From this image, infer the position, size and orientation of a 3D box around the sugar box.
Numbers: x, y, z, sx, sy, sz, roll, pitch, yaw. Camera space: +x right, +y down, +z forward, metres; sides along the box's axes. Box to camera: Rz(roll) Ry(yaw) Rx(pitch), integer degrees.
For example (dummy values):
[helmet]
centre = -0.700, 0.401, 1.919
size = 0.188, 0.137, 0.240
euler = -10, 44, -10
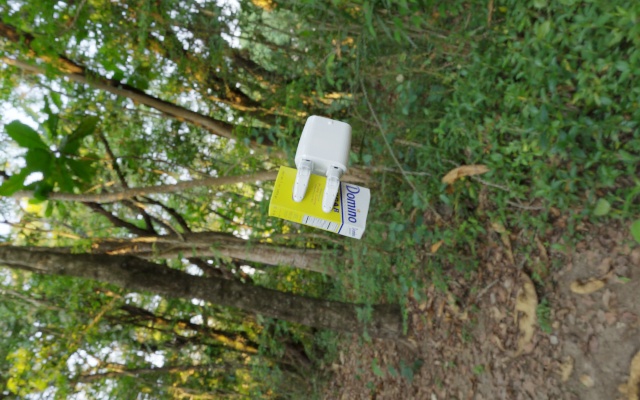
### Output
[sugar box]
centre = 0.000, 0.002, 0.878
size = 0.176, 0.093, 0.048
euler = 13, -34, -2
